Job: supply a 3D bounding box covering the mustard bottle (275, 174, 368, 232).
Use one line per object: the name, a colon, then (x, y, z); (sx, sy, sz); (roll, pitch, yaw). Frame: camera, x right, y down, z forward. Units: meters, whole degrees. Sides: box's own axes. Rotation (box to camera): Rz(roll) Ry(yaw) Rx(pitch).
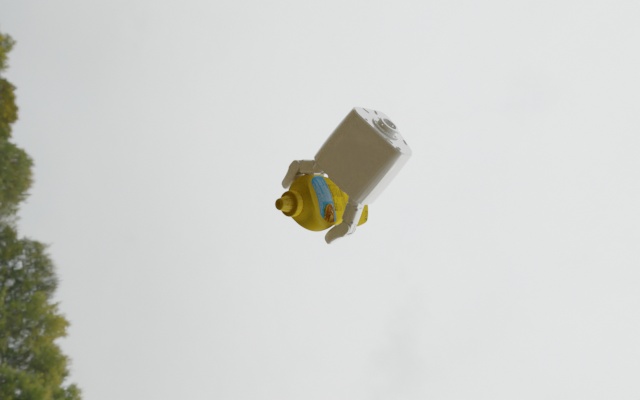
mustard bottle: (0.000, 0.003, 0.788); (0.058, 0.096, 0.191); (-24, -14, 39)
